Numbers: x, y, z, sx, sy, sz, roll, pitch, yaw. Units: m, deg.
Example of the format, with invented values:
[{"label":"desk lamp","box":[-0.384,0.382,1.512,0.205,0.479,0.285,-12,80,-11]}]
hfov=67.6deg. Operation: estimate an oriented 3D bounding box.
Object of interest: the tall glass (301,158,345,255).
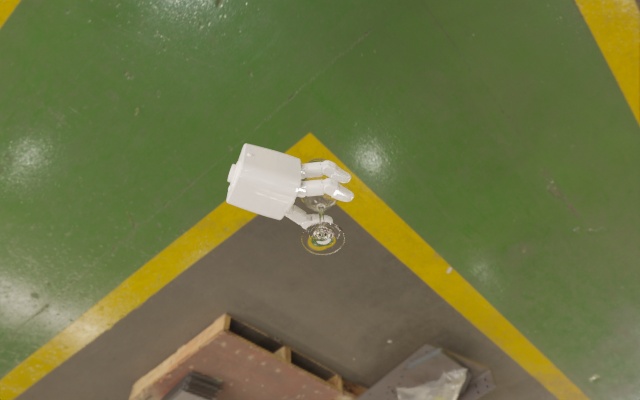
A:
[{"label":"tall glass","box":[0.000,0.003,0.875,0.079,0.079,0.200,0,38,-3]}]
